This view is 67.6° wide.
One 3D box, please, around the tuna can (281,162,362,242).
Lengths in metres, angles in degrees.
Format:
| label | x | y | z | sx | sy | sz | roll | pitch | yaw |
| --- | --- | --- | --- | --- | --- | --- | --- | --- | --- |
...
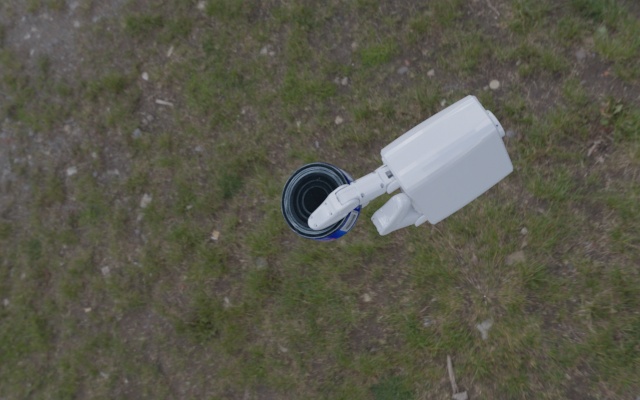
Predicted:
| label | x | y | z | sx | sy | sz | roll | pitch | yaw |
| --- | --- | --- | --- | --- | --- | --- | --- | --- | --- |
| tuna can | 0.000 | 0.002 | 0.527 | 0.086 | 0.086 | 0.034 | 0 | -8 | 24 |
